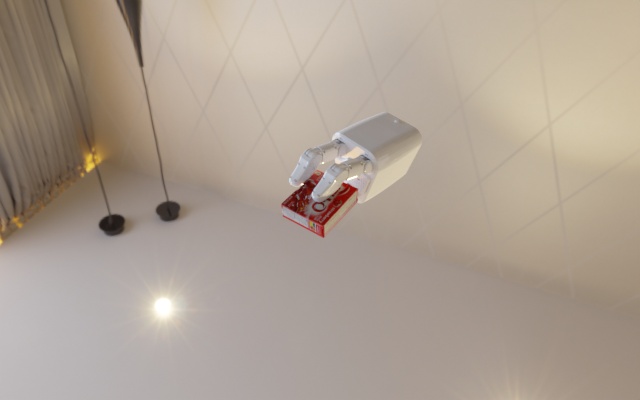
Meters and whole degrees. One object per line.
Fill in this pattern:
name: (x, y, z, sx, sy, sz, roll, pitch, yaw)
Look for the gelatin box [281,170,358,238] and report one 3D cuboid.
gelatin box: (0.000, 0.003, 0.676, 0.073, 0.030, 0.089, 27, 53, 26)
